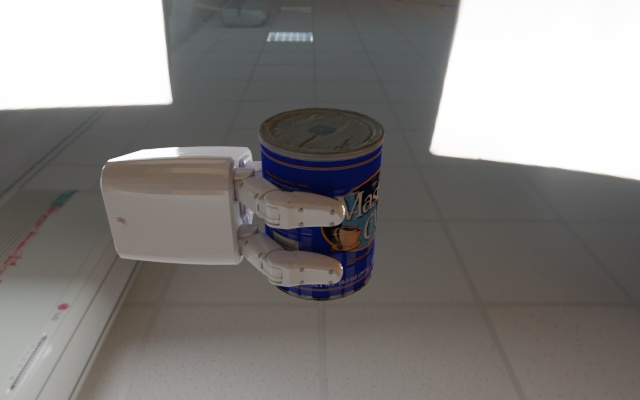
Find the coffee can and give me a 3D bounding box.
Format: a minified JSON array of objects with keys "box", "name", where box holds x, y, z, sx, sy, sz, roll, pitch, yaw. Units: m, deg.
[{"box":[0.000,0.001,0.423,0.103,0.140,0.102,1,29,0],"name":"coffee can"}]
